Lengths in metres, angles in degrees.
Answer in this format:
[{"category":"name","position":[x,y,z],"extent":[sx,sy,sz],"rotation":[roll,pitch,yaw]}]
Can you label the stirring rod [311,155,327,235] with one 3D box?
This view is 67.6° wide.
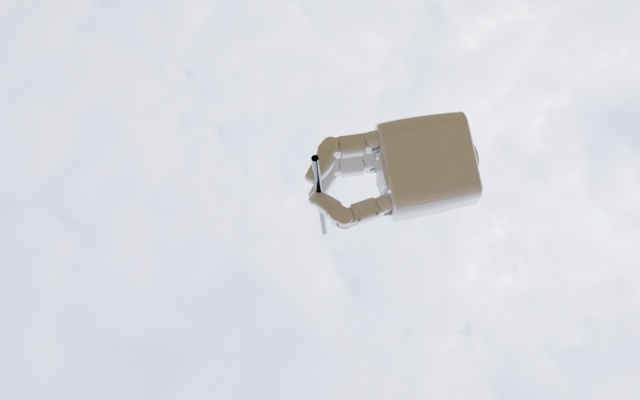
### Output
[{"category":"stirring rod","position":[0.000,0.002,0.597],"extent":[0.011,0.011,0.240],"rotation":[0,-22,3]}]
